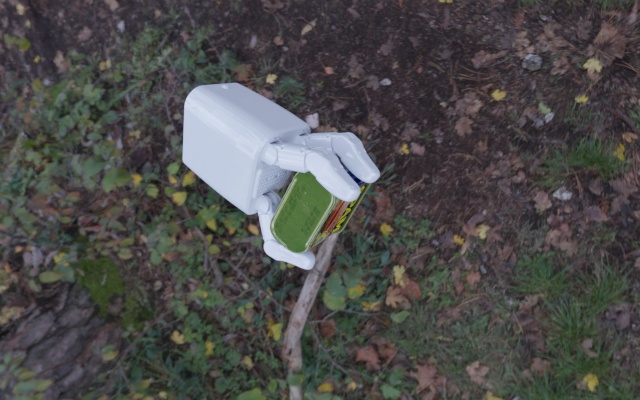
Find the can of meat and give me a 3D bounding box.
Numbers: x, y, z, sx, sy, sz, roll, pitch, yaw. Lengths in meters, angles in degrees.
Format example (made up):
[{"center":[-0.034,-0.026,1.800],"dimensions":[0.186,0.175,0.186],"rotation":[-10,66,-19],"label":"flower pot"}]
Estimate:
[{"center":[0.000,0.002,0.517],"dimensions":[0.057,0.102,0.084],"rotation":[38,31,15],"label":"can of meat"}]
